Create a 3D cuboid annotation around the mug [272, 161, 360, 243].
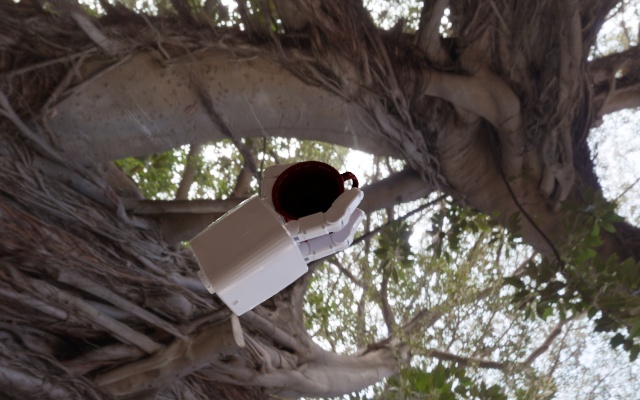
[{"bbox_3d":[0.001,0.001,0.632,0.117,0.093,0.082,-33,-33,-11],"label":"mug"}]
